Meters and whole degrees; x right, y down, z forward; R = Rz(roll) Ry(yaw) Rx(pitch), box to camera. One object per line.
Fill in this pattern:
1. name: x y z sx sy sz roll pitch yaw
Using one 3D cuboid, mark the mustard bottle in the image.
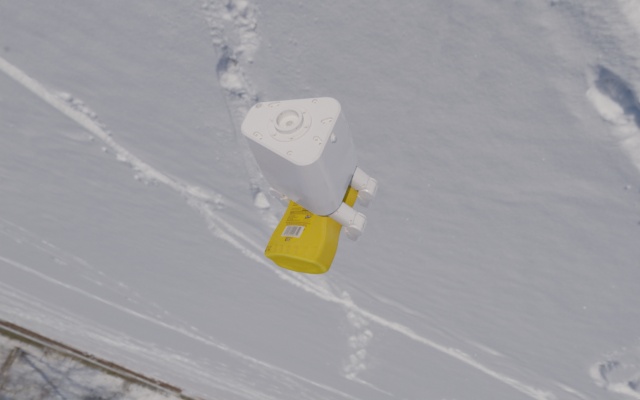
1. mustard bottle: 0.000 0.003 0.647 0.096 0.191 0.058 0 -33 42
